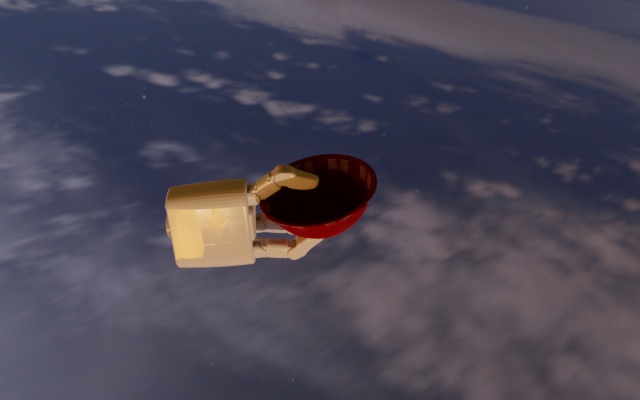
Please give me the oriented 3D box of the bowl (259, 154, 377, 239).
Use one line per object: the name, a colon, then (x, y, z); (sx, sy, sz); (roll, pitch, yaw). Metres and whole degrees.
bowl: (0.001, 0.002, 0.653); (0.162, 0.055, 0.162); (-9, 37, 7)
